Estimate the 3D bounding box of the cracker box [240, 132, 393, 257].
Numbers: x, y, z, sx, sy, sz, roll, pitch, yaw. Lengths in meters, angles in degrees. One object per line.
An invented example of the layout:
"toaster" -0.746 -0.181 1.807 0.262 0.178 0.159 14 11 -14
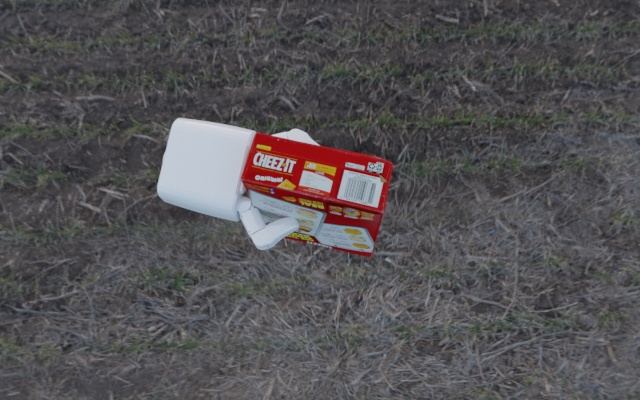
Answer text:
"cracker box" 0.000 0.002 0.623 0.164 0.072 0.214 13 -19 7
